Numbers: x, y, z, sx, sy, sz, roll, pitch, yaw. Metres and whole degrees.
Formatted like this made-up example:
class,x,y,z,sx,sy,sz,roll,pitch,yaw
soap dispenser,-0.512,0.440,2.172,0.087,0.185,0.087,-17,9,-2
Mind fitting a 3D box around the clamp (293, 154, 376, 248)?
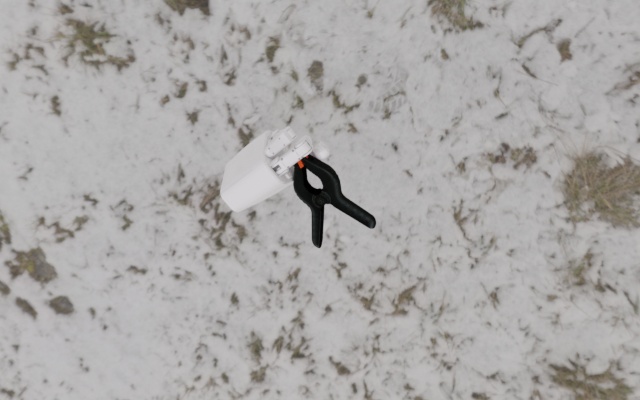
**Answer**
class,x,y,z,sx,sy,sz,roll,pitch,yaw
clamp,0.000,0.003,0.797,0.120,0.171,0.039,-33,11,21
